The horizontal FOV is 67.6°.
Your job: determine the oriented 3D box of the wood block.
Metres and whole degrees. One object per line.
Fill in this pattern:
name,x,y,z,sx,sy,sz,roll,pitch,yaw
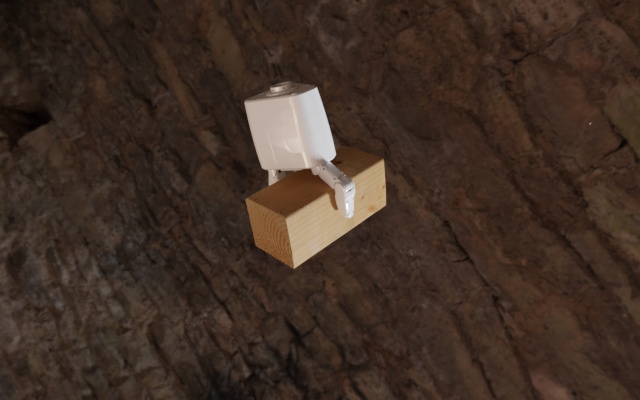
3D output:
wood block,0.000,0.002,0.732,0.206,0.090,0.091,-31,39,-34
